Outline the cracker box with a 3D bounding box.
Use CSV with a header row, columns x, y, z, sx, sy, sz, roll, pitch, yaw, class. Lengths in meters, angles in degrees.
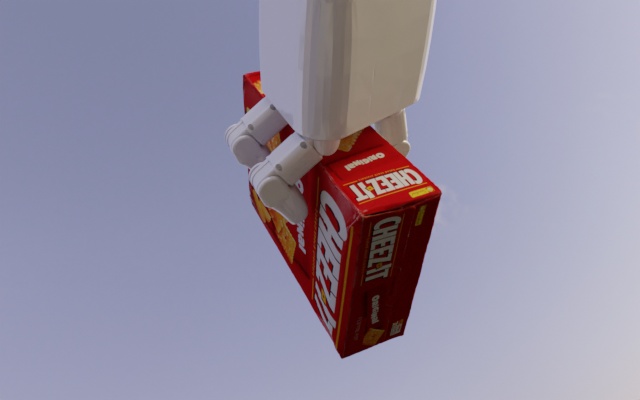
x,y,z,sx,sy,sz,roll,pitch,yaw,class
0.000,0.001,0.421,0.072,0.164,0.213,-16,44,-21,cracker box
